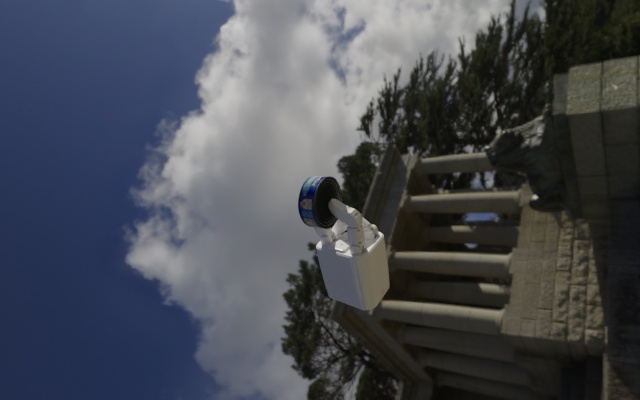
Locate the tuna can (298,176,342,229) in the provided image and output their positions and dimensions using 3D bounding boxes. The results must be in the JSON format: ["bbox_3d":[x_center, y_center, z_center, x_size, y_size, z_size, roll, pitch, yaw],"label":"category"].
[{"bbox_3d":[0.000,0.002,0.780,0.034,0.086,0.086,5,3,32],"label":"tuna can"}]
